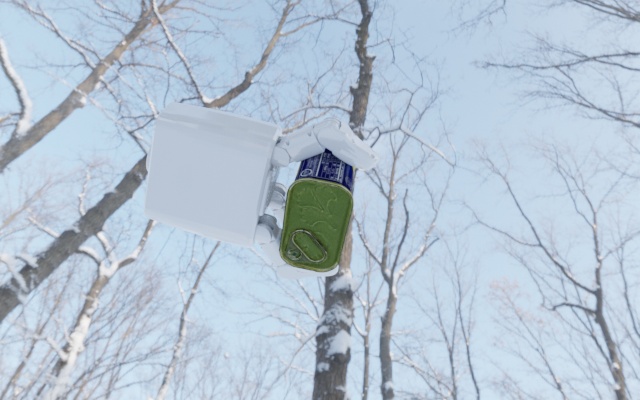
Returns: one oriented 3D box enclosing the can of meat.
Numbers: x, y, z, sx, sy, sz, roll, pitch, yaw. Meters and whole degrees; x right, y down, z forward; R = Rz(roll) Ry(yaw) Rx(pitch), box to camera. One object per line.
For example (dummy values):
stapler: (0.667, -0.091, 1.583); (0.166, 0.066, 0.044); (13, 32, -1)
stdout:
can of meat: (0.000, 0.001, 0.451); (0.057, 0.102, 0.084); (11, 36, 1)
